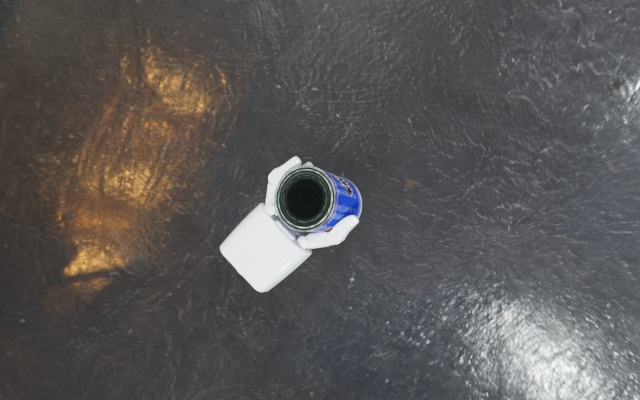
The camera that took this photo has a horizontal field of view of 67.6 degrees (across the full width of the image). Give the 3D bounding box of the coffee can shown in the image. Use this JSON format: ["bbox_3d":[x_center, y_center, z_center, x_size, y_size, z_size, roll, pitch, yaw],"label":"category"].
[{"bbox_3d":[0.000,0.003,0.789,0.103,0.103,0.140,0,-5,21],"label":"coffee can"}]
